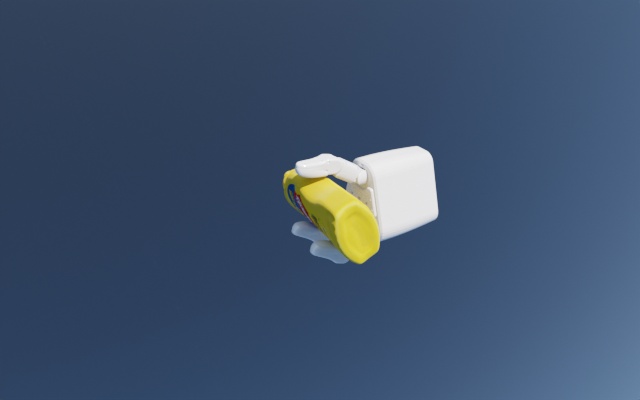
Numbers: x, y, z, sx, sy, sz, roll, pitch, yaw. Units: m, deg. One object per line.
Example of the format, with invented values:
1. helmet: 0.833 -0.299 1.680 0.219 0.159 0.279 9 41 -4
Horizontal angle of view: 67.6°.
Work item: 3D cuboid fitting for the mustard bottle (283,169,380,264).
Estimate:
1. mustard bottle: 0.000 0.002 0.640 0.058 0.096 0.191 -37 39 -10
